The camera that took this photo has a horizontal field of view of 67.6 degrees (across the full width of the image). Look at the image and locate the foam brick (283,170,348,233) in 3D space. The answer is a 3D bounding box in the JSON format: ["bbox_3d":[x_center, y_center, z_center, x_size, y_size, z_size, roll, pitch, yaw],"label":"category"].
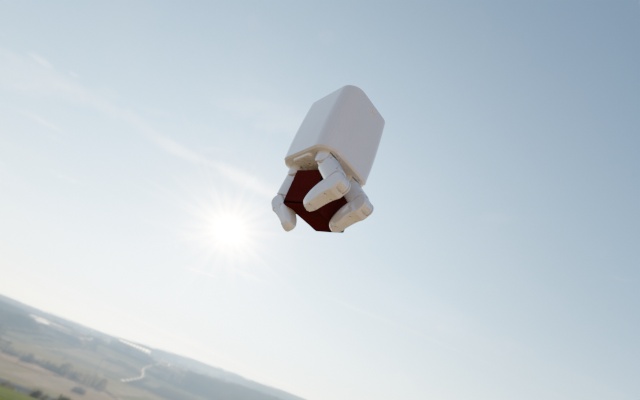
[{"bbox_3d":[0.000,0.002,0.631,0.053,0.051,0.078,2,-30,41],"label":"foam brick"}]
